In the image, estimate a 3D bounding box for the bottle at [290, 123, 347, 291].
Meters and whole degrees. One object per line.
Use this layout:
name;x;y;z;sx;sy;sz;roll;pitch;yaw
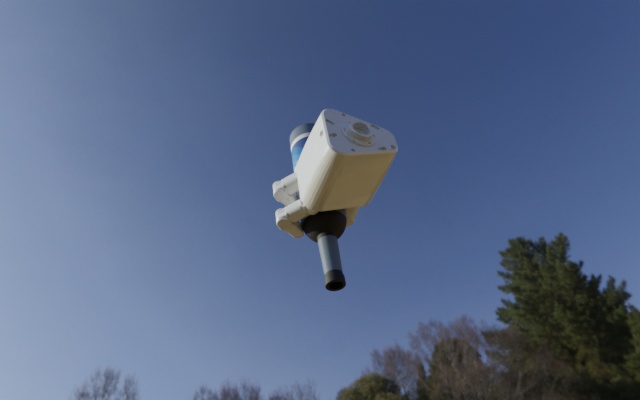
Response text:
bottle;0.000;0.002;0.716;0.069;0.295;0.069;-6;-42;-5
